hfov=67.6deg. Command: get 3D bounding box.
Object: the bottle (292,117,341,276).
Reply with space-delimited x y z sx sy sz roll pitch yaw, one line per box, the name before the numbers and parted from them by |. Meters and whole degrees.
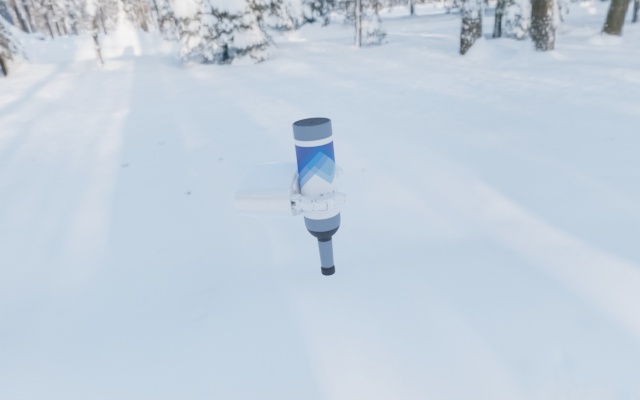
bottle | 0.000 0.003 0.859 0.069 0.296 0.069 -5 23 2
